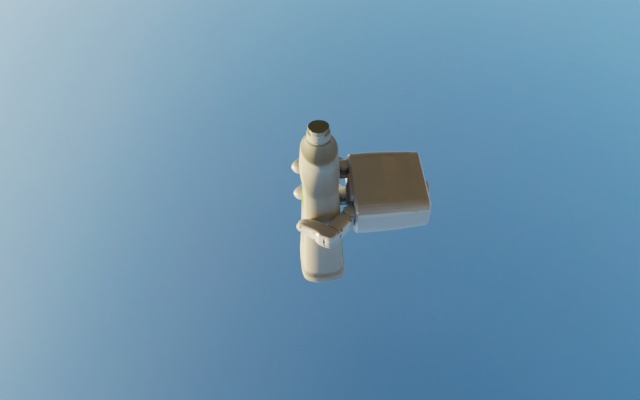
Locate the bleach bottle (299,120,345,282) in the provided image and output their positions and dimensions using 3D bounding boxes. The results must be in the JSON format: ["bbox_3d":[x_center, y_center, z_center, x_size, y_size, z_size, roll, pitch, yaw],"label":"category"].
[{"bbox_3d":[0.000,0.002,0.682,0.068,0.251,0.102,-5,44,-3],"label":"bleach bottle"}]
